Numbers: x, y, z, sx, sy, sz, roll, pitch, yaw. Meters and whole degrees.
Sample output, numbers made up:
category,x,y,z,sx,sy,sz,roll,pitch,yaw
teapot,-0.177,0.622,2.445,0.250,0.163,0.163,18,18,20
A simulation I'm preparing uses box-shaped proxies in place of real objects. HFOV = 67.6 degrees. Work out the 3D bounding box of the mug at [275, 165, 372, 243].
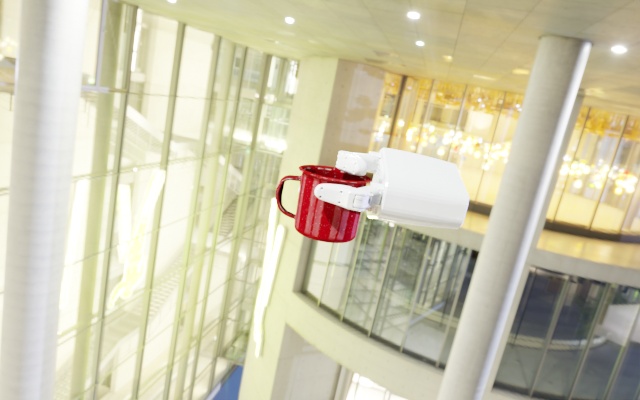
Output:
category,x,y,z,sx,sy,sz,roll,pitch,yaw
mug,-0.001,0.002,0.608,0.117,0.081,0.093,10,13,-1
